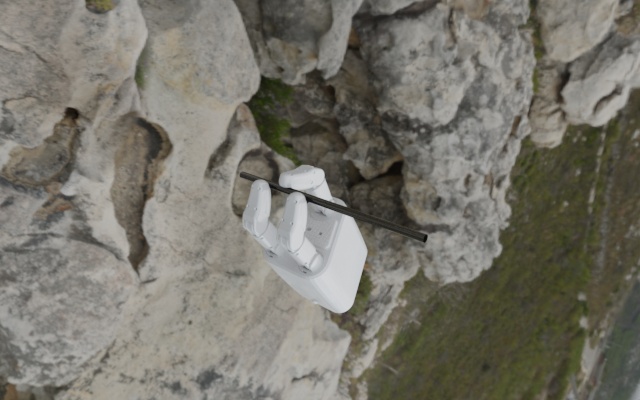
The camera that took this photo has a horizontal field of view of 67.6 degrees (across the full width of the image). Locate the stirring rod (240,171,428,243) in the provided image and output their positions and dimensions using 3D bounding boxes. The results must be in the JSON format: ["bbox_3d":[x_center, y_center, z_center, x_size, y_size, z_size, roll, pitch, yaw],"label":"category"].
[{"bbox_3d":[0.000,0.002,0.488,0.239,0.011,0.011,19,11,36],"label":"stirring rod"}]
